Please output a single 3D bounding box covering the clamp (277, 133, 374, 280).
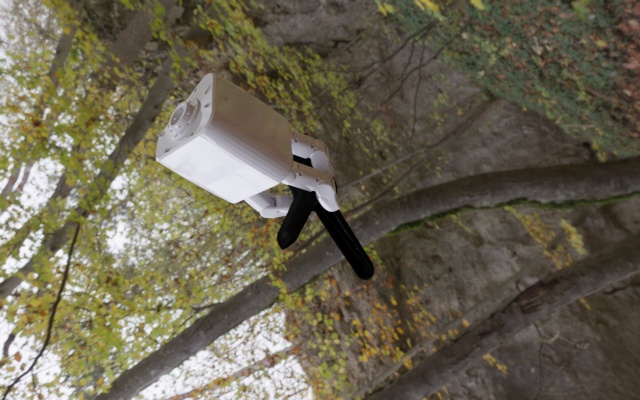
[{"bbox_3d":[-0.001,0.002,0.615,0.036,0.209,0.165,-33,-46,25],"label":"clamp"}]
